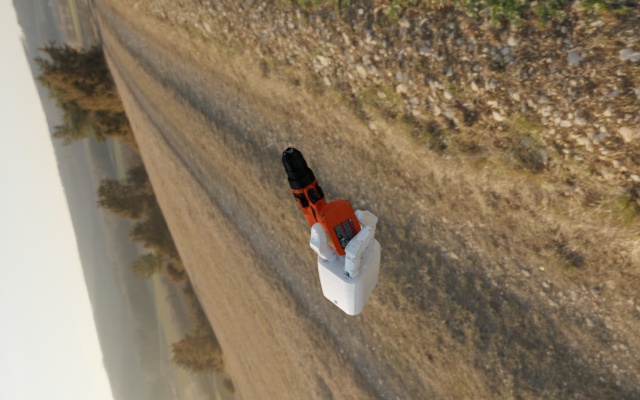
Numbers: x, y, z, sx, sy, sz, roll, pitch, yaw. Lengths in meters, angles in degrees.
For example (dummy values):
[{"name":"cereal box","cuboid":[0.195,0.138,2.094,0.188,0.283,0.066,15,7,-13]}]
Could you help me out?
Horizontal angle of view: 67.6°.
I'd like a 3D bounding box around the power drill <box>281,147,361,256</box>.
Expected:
[{"name":"power drill","cuboid":[0.000,0.003,0.863,0.057,0.184,0.187,-31,31,-9]}]
